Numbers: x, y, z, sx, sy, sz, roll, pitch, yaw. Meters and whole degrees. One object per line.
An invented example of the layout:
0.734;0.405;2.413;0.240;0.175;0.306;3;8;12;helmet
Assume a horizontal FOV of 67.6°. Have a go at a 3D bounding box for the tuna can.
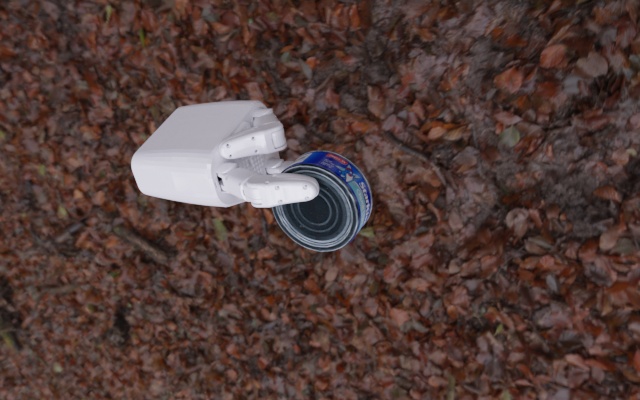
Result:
0.000;0.002;0.419;0.086;0.086;0.033;0;25;27;tuna can
